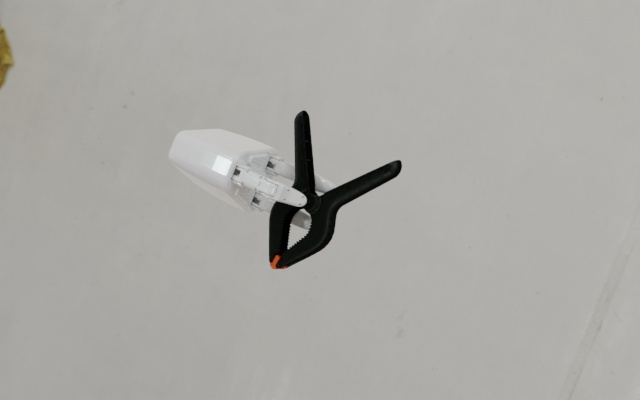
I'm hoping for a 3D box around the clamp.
[{"bbox_3d":[-0.001,0.002,0.621,0.164,0.210,0.036,24,2,25],"label":"clamp"}]
